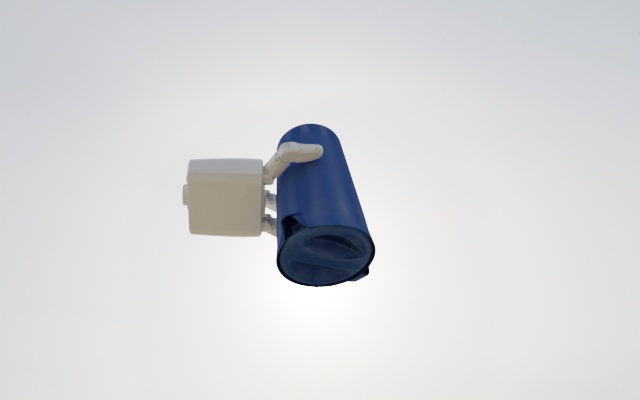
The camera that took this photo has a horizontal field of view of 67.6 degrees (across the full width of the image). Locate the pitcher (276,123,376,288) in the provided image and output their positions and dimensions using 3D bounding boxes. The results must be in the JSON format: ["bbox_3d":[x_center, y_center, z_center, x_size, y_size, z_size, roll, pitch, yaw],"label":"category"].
[{"bbox_3d":[0.000,0.002,0.715,0.145,0.149,0.242,0,45,-9],"label":"pitcher"}]
